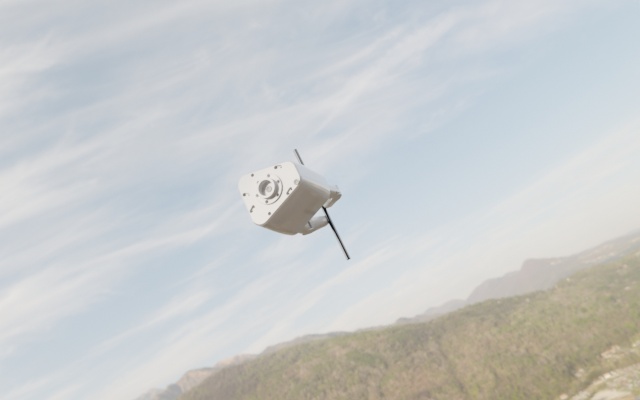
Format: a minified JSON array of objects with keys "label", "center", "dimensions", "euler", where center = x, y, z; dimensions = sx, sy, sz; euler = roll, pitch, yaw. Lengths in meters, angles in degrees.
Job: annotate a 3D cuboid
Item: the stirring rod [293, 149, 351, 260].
[{"label":"stirring rod","center":[0.000,0.003,0.886],"dimensions":[0.011,0.239,0.011],"euler":[-23,-21,-9]}]
